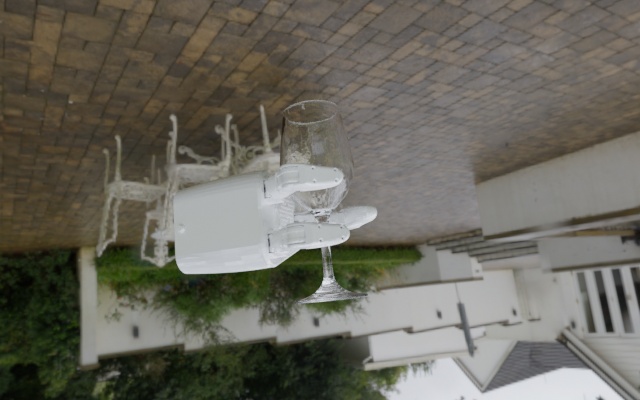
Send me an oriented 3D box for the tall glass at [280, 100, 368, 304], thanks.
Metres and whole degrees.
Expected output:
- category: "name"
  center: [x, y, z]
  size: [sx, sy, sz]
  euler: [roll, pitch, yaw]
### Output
- category: "tall glass"
  center: [0.000, 0.002, 0.494]
  size: [0.079, 0.201, 0.079]
  euler: [-6, -11, -1]
